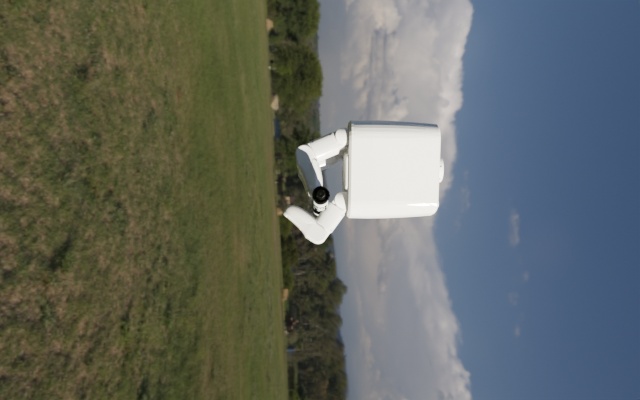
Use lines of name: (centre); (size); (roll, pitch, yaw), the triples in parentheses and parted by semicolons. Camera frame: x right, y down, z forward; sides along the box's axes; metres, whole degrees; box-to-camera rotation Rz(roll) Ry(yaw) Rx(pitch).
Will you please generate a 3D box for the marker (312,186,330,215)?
marker: (0.000, 0.002, 0.553); (0.020, 0.020, 0.121); (0, -8, -1)
